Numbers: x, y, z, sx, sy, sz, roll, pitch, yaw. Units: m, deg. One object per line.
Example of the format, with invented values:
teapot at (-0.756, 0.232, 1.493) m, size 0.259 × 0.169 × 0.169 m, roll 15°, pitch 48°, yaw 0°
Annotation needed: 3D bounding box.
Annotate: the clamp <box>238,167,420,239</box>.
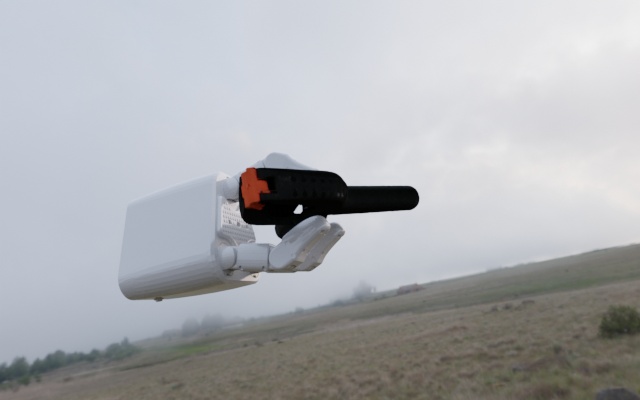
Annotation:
clamp at (0.000, 0.001, 0.433) m, size 0.164 × 0.036 × 0.210 m, roll -15°, pitch -13°, yaw 15°
